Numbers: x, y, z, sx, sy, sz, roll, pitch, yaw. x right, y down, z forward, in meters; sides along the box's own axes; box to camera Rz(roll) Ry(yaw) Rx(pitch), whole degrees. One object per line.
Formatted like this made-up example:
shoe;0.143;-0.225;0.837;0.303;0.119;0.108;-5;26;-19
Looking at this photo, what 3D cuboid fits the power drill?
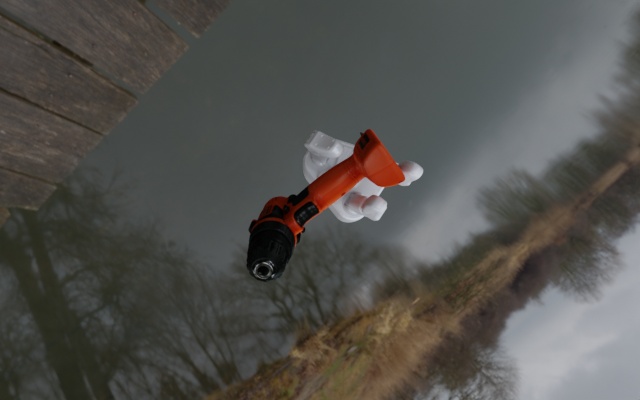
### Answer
power drill;0.000;0.001;0.535;0.187;0.057;0.184;-34;16;11
